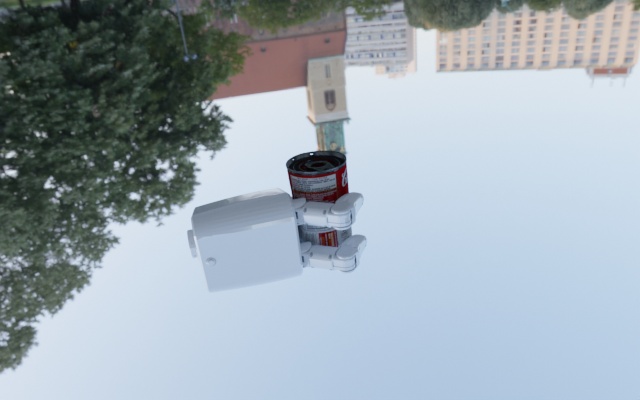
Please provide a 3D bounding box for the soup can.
[{"bbox_3d":[0.001,0.002,0.548,0.068,0.102,0.068,-5,25,2],"label":"soup can"}]
